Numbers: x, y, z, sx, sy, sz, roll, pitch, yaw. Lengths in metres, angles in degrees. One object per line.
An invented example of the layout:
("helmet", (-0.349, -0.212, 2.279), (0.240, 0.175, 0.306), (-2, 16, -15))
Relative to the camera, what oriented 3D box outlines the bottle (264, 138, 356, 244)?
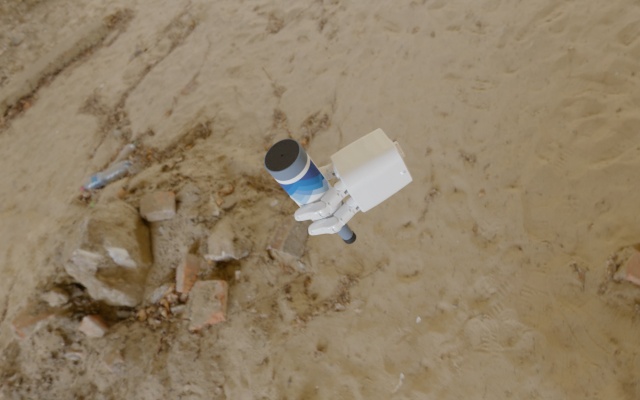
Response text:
("bottle", (0.000, 0.003, 0.862), (0.069, 0.069, 0.296), (0, -30, 29))
